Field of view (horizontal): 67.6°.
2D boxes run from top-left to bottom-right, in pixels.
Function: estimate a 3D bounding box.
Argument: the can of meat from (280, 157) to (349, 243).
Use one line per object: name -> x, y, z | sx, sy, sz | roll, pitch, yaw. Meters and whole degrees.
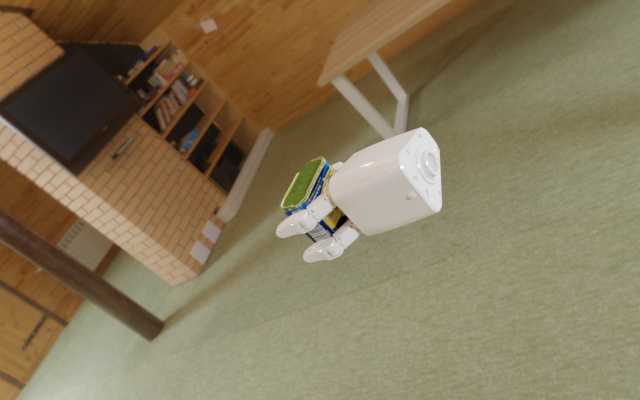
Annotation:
can of meat -> 0.000, 0.002, 0.664 | 0.057, 0.102, 0.084 | -18, -55, 41
